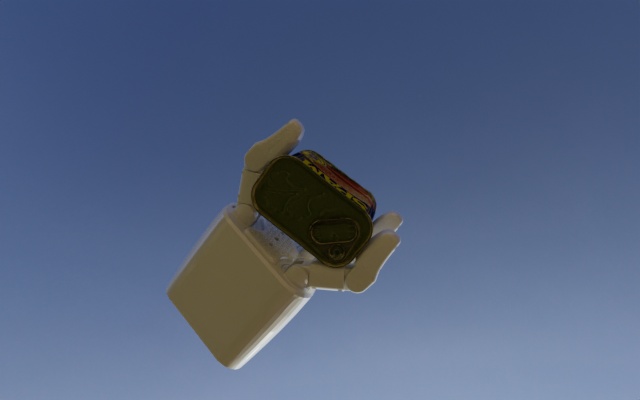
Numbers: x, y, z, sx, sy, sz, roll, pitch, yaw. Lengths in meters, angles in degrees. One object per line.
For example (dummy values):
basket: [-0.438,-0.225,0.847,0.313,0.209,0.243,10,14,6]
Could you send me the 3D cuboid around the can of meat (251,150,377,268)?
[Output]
can of meat: [0.000,0.001,0.423,0.102,0.057,0.084,38,16,2]
